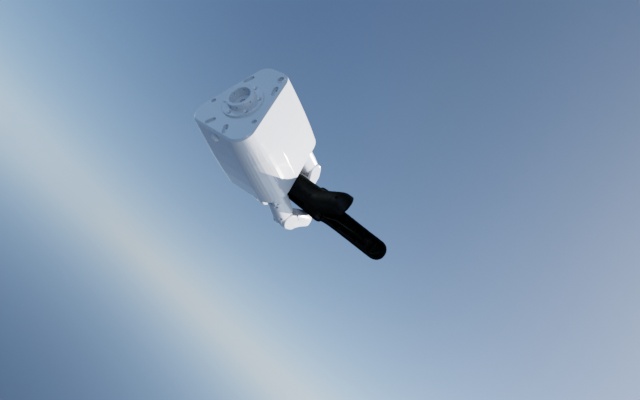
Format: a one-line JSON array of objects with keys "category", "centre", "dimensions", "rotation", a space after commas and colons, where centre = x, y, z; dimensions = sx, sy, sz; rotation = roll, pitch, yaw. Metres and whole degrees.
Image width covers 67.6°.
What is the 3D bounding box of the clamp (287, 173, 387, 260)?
[{"category": "clamp", "centre": [0.000, 0.001, 0.576], "dimensions": [0.171, 0.039, 0.120], "rotation": [31, -21, 34]}]
